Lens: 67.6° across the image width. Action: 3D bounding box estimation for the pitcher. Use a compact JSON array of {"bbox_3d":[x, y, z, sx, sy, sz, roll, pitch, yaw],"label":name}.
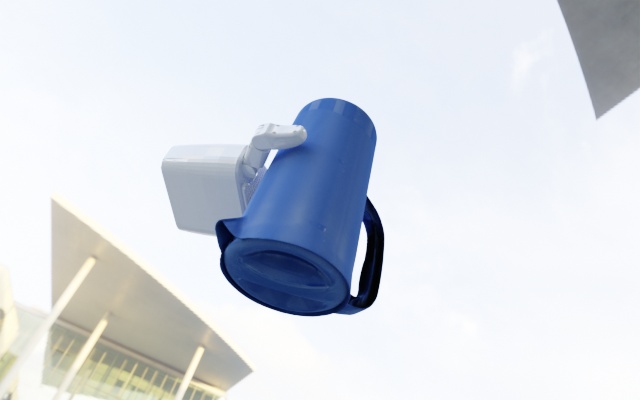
[{"bbox_3d":[0.000,0.002,0.539,0.145,0.242,0.149,3,-42,18],"label":"pitcher"}]
